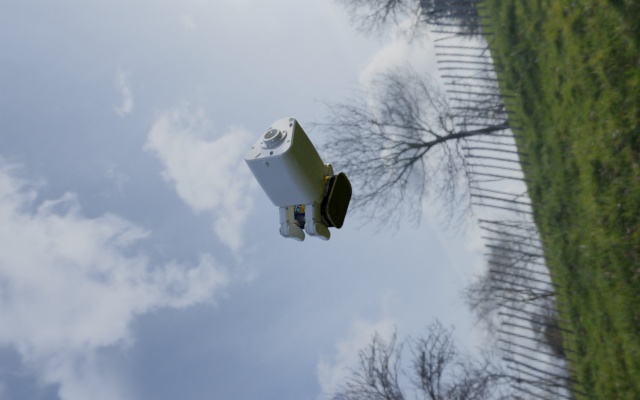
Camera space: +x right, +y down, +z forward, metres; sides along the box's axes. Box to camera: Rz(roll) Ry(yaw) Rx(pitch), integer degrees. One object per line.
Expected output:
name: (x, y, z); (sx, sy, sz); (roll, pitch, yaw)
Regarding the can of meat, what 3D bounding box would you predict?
can of meat: (0.000, 0.003, 0.850); (0.084, 0.102, 0.057); (-6, -41, 31)
